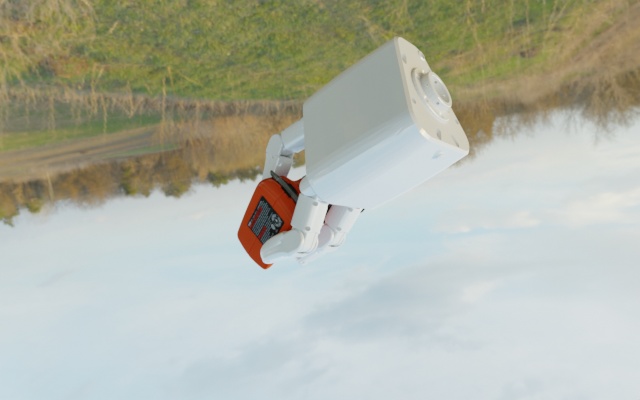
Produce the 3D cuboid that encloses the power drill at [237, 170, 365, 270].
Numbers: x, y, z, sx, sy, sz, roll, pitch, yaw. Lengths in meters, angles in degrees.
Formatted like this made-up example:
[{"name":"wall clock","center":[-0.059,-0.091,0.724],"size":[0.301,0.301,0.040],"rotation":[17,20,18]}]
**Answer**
[{"name":"power drill","center":[0.000,0.002,0.528],"size":[0.187,0.057,0.184],"rotation":[-30,-21,-40]}]
